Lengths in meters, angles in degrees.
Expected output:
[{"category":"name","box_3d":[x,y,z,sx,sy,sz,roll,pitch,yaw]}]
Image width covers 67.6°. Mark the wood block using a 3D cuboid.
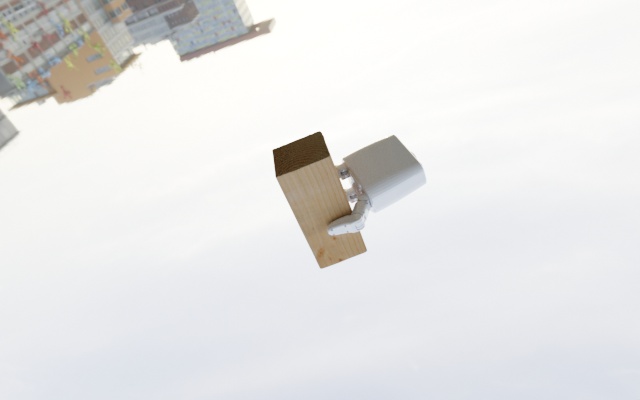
[{"category":"wood block","box_3d":[0.001,0.003,0.800,0.090,0.206,0.090,-21,35,4]}]
